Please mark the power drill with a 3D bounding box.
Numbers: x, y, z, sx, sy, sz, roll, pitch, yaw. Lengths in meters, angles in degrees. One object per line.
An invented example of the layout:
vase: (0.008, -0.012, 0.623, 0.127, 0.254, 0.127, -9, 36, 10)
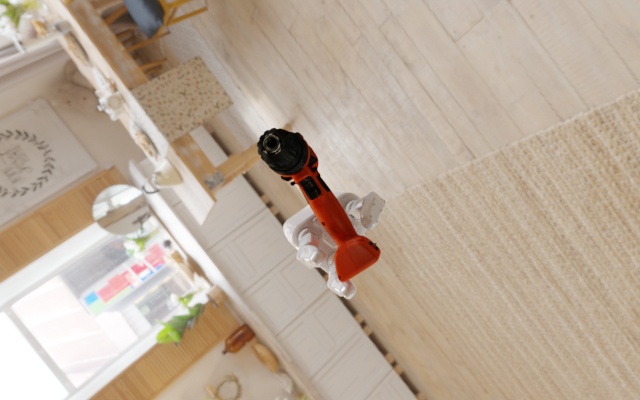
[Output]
power drill: (0.000, 0.002, 0.569, 0.057, 0.187, 0.184, -32, -6, 8)
